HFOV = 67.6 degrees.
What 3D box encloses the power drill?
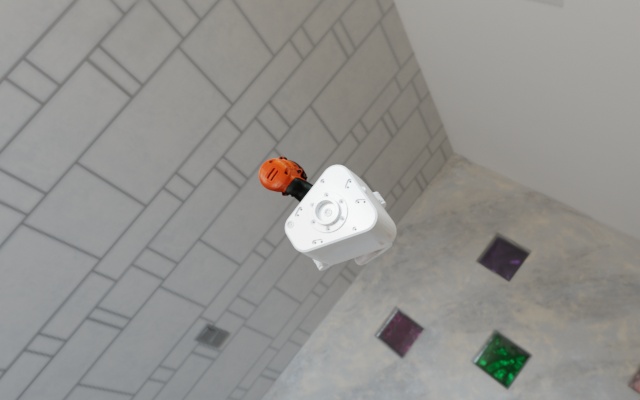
[{"bbox_3d":[0.000,0.003,0.739,0.187,0.057,0.184,34,7,6],"label":"power drill"}]
